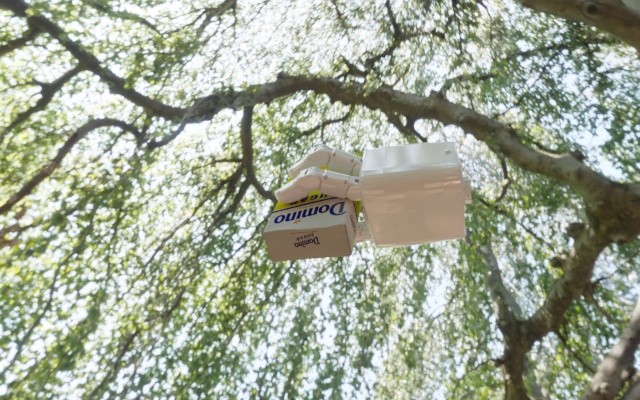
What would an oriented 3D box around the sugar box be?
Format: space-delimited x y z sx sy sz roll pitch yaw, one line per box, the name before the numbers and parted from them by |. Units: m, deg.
sugar box | 0.000 0.001 0.572 0.093 0.048 0.176 -6 27 14
